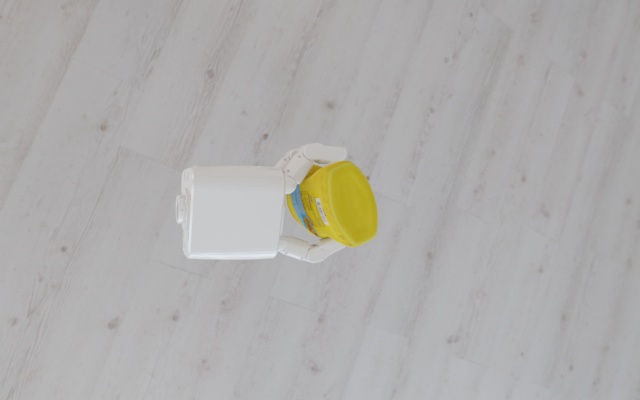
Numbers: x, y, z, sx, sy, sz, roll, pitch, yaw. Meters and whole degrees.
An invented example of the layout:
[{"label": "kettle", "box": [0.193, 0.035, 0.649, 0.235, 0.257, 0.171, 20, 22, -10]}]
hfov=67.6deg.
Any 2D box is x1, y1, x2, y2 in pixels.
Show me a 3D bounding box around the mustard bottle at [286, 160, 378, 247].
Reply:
[{"label": "mustard bottle", "box": [0.001, 0.002, 0.609, 0.058, 0.096, 0.191, -25, 11, -20]}]
